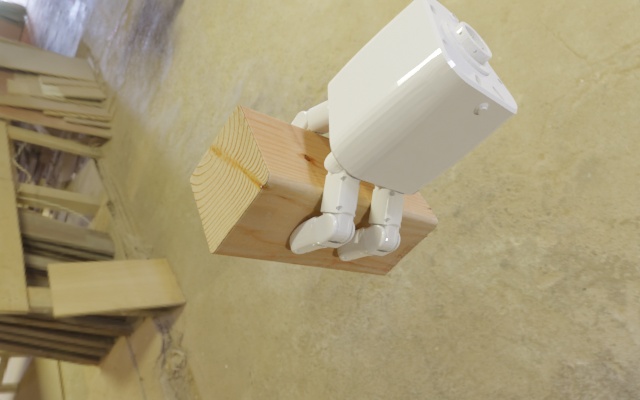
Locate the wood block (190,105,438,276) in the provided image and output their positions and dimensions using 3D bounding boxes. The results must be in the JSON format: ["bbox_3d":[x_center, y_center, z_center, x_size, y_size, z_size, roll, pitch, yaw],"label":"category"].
[{"bbox_3d":[0.000,0.001,0.443,0.206,0.090,0.090,15,-53,-41],"label":"wood block"}]
